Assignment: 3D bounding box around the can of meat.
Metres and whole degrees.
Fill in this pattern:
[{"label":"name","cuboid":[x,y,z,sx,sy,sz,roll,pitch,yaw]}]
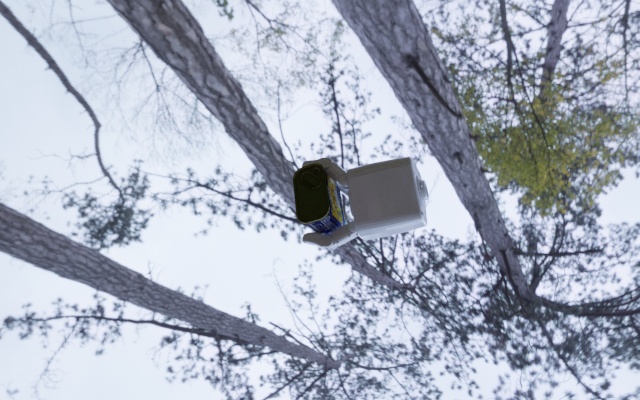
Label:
[{"label":"can of meat","cuboid":[0.000,0.003,0.795,0.057,0.102,0.084,-17,-28,18]}]
